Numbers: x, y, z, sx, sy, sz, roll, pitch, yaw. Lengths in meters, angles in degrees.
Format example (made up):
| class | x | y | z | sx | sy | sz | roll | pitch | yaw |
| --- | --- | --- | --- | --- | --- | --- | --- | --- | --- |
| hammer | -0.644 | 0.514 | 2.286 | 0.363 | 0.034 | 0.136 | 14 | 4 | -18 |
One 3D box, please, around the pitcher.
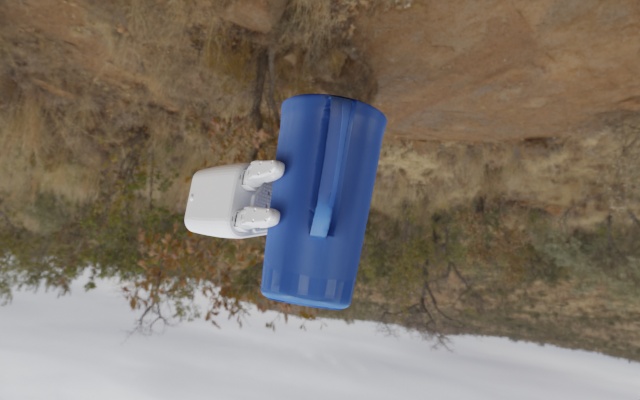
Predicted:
| class | x | y | z | sx | sy | sz | roll | pitch | yaw |
| --- | --- | --- | --- | --- | --- | --- | --- | --- | --- |
| pitcher | 0.000 | 0.002 | 0.570 | 0.145 | 0.242 | 0.149 | 0 | -13 | 39 |
